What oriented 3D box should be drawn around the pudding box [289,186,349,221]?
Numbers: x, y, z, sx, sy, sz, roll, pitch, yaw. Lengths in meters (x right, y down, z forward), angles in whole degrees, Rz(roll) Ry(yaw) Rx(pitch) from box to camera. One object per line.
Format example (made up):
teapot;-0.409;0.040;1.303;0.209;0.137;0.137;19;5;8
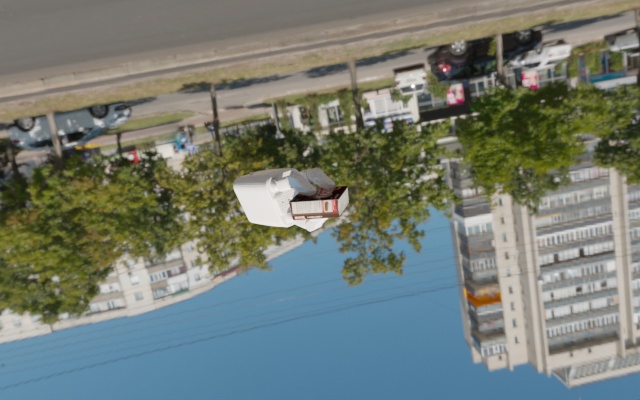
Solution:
pudding box;0.000;0.003;0.881;0.090;0.039;0.113;-4;15;13
